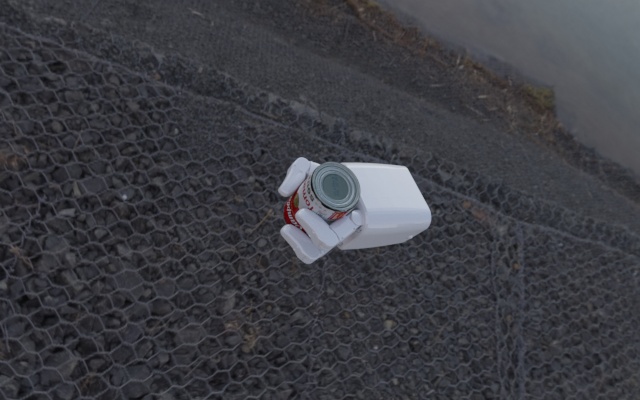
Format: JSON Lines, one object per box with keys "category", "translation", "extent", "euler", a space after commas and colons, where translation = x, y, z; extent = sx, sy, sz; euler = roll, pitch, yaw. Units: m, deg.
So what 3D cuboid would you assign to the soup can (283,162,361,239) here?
{"category": "soup can", "translation": [0.000, 0.002, 0.615], "extent": [0.068, 0.068, 0.102], "euler": [0, -23, -25]}
